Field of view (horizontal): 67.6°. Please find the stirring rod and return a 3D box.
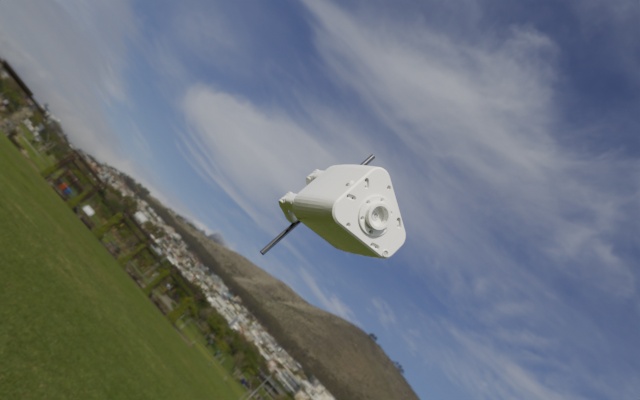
[{"bbox_3d":[0.000,0.002,0.733,0.239,0.011,0.011,-41,16,-20],"label":"stirring rod"}]
